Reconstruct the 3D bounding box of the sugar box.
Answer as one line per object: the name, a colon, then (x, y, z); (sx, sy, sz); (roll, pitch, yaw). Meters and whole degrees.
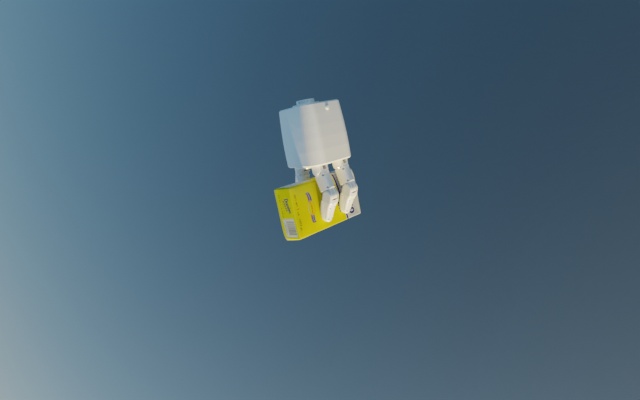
sugar box: (0.000, 0.003, 0.869); (0.048, 0.093, 0.176); (-2, 13, 45)
